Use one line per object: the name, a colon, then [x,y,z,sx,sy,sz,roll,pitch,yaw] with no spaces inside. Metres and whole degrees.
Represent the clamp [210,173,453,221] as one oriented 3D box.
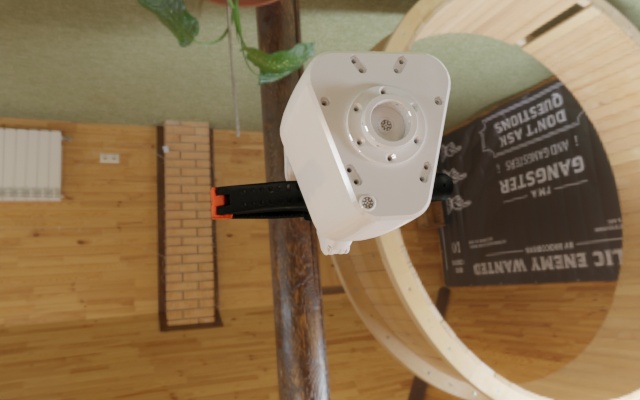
clamp: [0.000,0.002,0.472,0.210,0.036,0.164,-3,-8,-11]
